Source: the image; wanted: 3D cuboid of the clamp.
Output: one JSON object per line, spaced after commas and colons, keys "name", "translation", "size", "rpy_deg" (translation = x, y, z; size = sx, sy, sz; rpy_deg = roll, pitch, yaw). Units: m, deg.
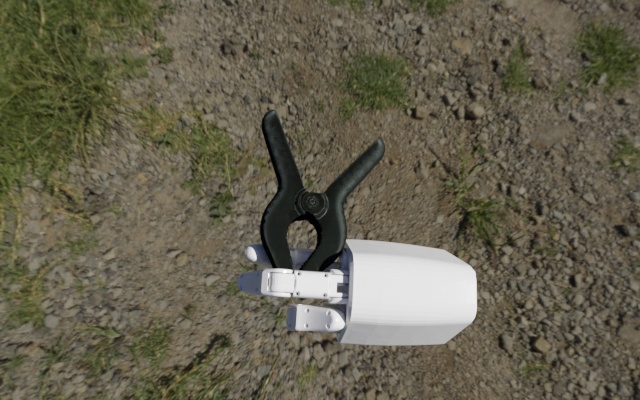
{"name": "clamp", "translation": [0.000, 0.001, 0.441], "size": [0.120, 0.171, 0.039], "rpy_deg": [4, -12, -3]}
